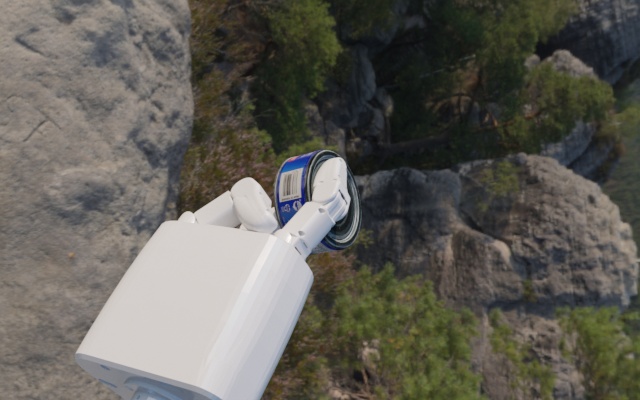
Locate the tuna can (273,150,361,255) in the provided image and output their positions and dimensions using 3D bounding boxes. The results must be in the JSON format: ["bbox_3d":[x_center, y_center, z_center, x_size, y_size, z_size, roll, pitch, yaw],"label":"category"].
[{"bbox_3d":[0.001,0.001,0.402,0.034,0.086,0.086,-12,-7,32],"label":"tuna can"}]
